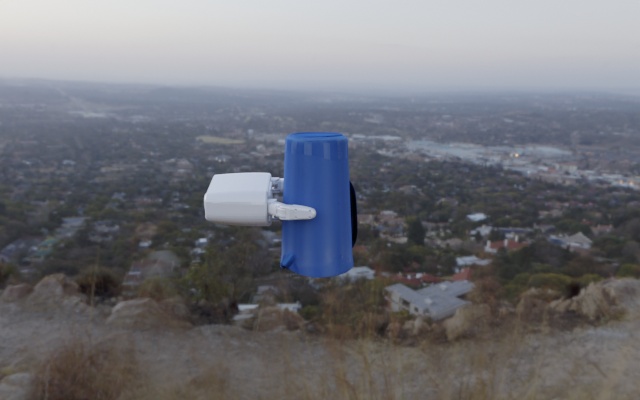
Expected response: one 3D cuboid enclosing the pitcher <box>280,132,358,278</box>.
[{"bbox_3d":[0.000,0.003,0.851,0.145,0.243,0.149,0,12,0],"label":"pitcher"}]
